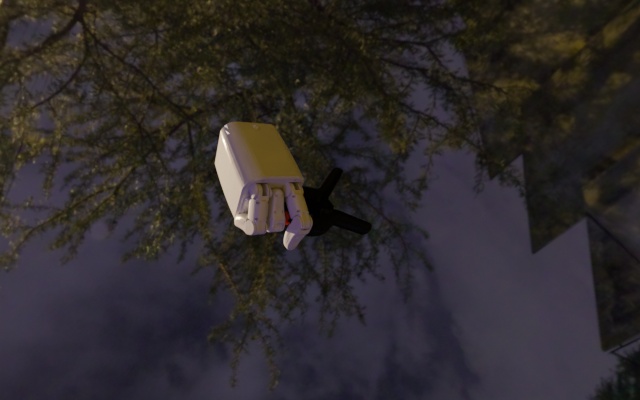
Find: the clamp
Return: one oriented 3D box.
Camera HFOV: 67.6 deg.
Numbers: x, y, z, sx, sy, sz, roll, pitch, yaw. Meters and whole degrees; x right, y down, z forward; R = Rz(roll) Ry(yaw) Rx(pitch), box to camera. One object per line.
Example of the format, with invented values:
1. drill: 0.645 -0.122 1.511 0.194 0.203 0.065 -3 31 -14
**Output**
1. clamp: 0.000 0.003 0.736 0.171 0.120 0.039 -1 -33 -45
